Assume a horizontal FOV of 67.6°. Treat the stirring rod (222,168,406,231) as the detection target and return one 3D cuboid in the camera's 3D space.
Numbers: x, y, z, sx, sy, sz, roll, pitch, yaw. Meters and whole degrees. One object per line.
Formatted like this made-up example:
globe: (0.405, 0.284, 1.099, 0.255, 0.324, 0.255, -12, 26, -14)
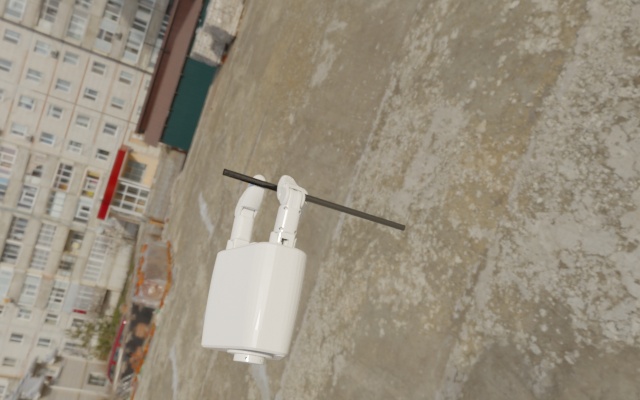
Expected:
stirring rod: (0.000, 0.002, 0.570, 0.239, 0.011, 0.011, 17, -7, -21)
